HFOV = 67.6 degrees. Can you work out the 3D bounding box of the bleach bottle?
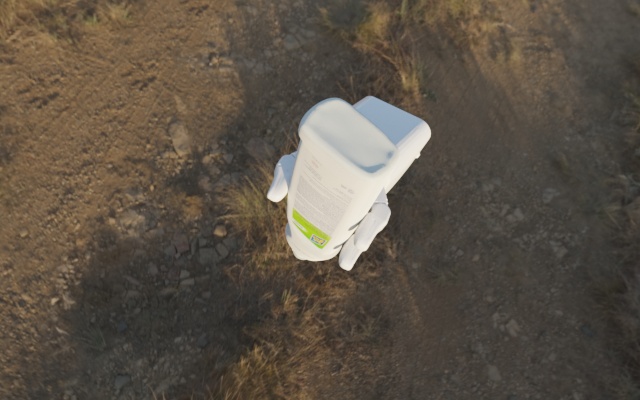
[{"bbox_3d":[0.000,0.002,0.554,0.068,0.102,0.251,-43,-11,-32],"label":"bleach bottle"}]
